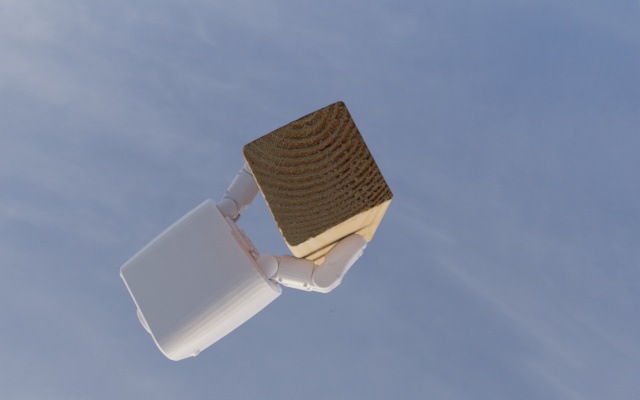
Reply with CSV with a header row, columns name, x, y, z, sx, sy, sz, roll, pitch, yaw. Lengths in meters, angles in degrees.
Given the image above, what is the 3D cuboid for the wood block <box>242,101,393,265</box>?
name,x,y,z,sx,sy,sz,roll,pitch,yaw
wood block,0.000,0.001,0.459,0.090,0.091,0.206,-26,-12,-5
